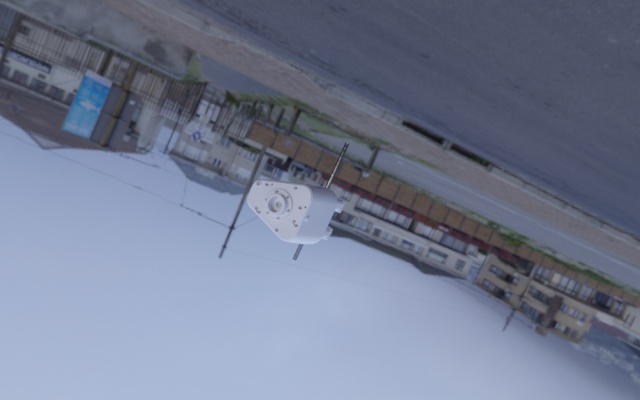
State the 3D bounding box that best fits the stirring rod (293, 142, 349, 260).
[{"bbox_3d":[0.000,0.003,0.895,0.011,0.239,0.011,24,5,-2],"label":"stirring rod"}]
